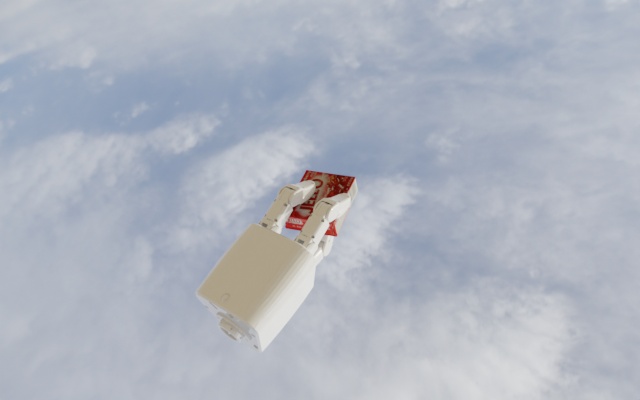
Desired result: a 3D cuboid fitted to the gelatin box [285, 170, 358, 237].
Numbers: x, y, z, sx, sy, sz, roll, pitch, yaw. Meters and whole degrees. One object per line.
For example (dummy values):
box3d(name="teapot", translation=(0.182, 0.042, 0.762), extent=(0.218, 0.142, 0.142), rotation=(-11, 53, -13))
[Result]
box3d(name="gelatin box", translation=(0.000, 0.002, 0.627), extent=(0.073, 0.089, 0.030), rotation=(9, -41, 22))
